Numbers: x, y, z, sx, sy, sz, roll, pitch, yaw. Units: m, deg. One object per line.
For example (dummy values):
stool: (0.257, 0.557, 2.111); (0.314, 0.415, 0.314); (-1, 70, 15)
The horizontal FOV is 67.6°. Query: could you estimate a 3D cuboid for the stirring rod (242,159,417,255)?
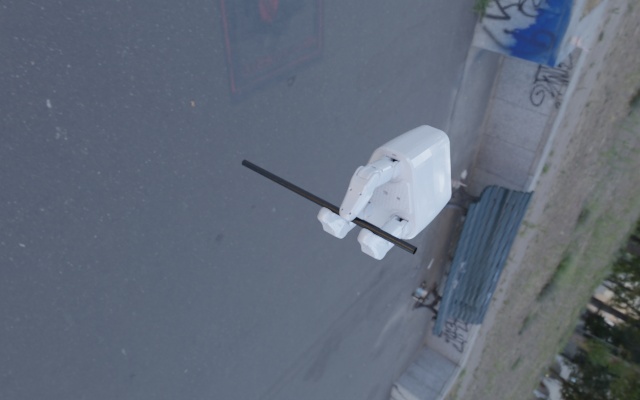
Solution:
stirring rod: (0.000, 0.002, 0.533); (0.239, 0.011, 0.011); (27, 14, 28)
